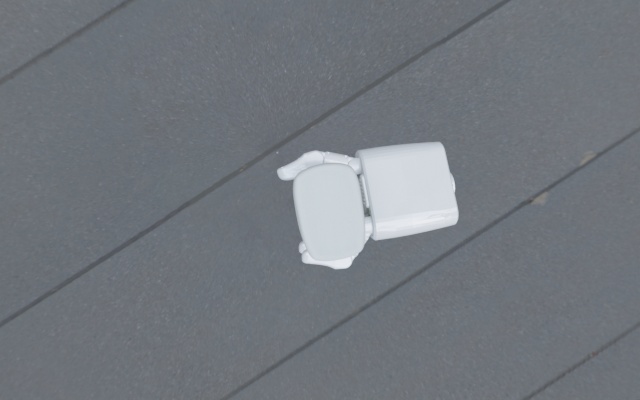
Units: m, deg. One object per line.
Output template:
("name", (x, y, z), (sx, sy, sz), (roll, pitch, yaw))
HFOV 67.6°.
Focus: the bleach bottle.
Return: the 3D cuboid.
("bleach bottle", (0.000, 0.002, 0.596), (0.068, 0.102, 0.251), (-10, 7, -4))
